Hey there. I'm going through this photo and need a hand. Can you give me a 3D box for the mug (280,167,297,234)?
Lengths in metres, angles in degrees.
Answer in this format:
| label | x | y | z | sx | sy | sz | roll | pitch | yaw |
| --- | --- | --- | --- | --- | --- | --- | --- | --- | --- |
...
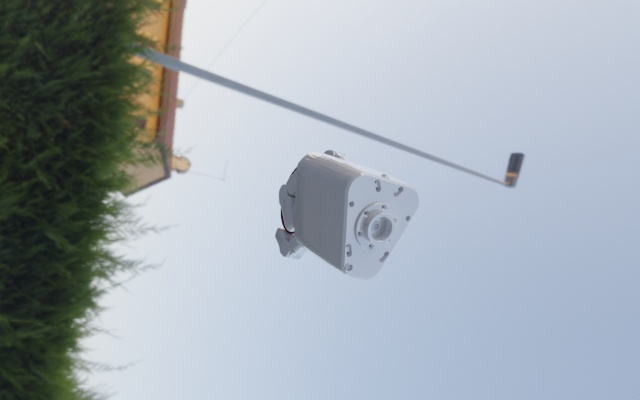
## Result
| label | x | y | z | sx | sy | sz | roll | pitch | yaw |
| --- | --- | --- | --- | --- | --- | --- | --- | --- | --- |
| mug | 0.000 | 0.002 | 0.630 | 0.081 | 0.093 | 0.117 | 15 | 7 | -29 |
